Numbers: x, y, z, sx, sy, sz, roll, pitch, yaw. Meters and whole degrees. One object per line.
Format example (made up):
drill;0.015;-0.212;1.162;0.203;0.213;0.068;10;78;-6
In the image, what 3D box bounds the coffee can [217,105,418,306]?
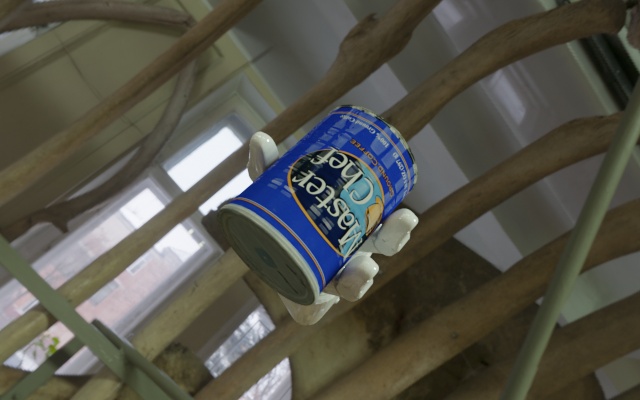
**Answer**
coffee can;0.000;0.001;0.401;0.140;0.103;0.103;-45;24;-26
